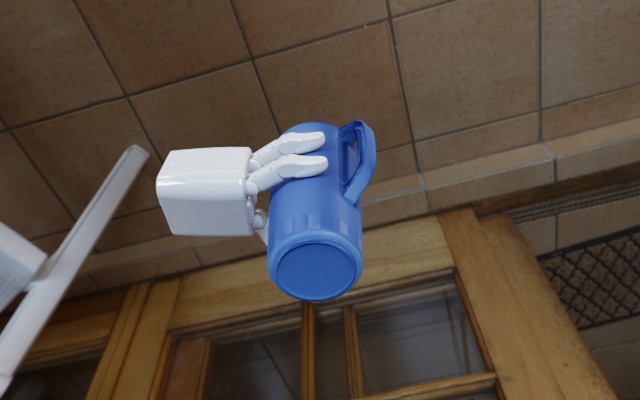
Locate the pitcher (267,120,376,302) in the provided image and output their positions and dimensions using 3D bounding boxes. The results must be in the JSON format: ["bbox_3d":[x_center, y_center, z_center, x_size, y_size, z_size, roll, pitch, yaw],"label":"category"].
[{"bbox_3d":[0.000,0.002,0.616,0.145,0.149,0.242,-1,35,-1],"label":"pitcher"}]
